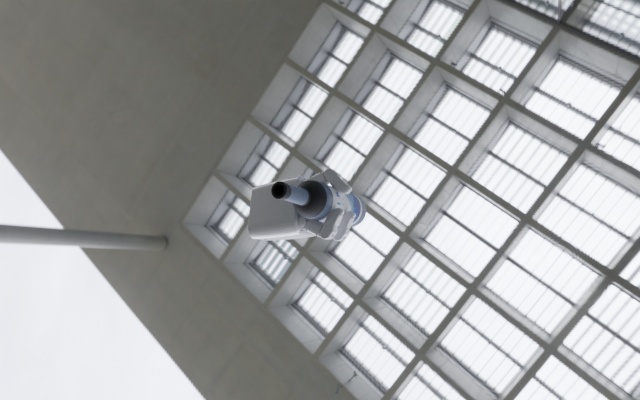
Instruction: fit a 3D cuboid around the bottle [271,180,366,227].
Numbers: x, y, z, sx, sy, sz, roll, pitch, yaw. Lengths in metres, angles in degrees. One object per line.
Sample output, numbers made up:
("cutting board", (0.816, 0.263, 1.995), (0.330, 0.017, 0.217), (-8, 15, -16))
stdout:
("bottle", (0.000, 0.003, 0.850), (0.069, 0.069, 0.296), (0, -7, 26))
